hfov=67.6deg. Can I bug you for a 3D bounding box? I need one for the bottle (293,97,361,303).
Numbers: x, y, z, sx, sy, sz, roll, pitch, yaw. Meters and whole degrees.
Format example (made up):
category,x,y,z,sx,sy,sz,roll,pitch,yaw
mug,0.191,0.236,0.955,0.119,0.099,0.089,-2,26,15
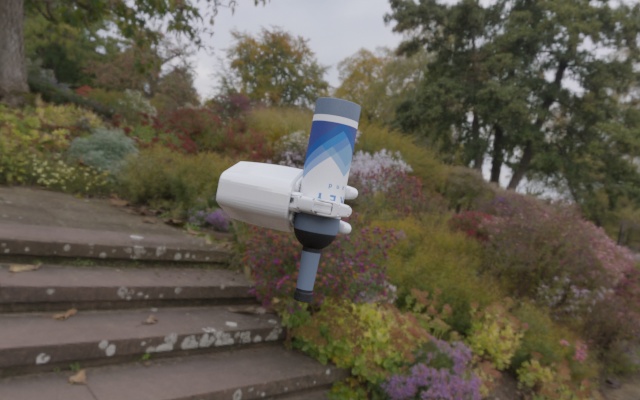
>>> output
category,x,y,z,sx,sy,sz,roll,pitch,yaw
bottle,0.000,0.002,0.702,0.069,0.295,0.069,11,1,0
